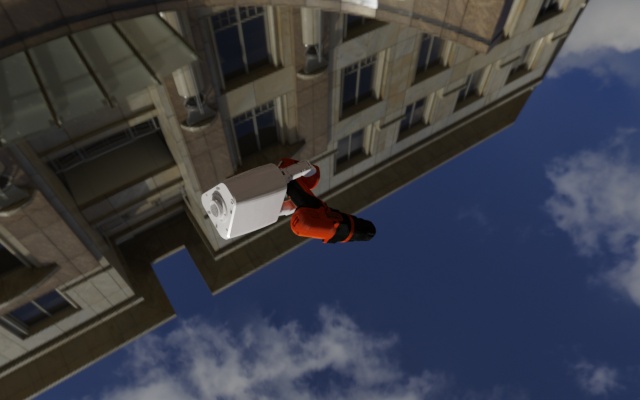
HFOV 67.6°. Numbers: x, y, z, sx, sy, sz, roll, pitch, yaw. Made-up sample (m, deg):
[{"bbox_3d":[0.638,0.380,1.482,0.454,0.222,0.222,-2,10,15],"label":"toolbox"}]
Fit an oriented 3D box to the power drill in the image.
[{"bbox_3d":[0.000,0.003,0.884,0.184,0.057,0.187,12,31,-41],"label":"power drill"}]
